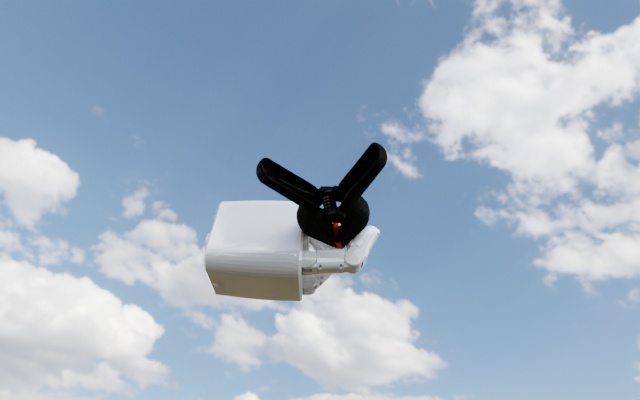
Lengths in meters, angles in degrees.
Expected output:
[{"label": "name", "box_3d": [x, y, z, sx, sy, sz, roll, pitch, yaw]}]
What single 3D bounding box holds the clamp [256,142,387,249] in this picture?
[{"label": "clamp", "box_3d": [0.000, 0.001, 0.495, 0.120, 0.039, 0.172, 2, -35, 1]}]
